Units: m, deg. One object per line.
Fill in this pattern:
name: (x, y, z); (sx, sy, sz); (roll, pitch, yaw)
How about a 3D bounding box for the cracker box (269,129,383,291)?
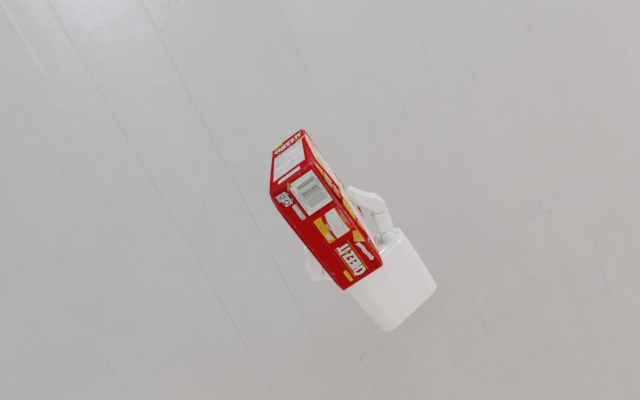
cracker box: (0.000, 0.002, 0.668); (0.072, 0.164, 0.213); (-34, 18, 7)
